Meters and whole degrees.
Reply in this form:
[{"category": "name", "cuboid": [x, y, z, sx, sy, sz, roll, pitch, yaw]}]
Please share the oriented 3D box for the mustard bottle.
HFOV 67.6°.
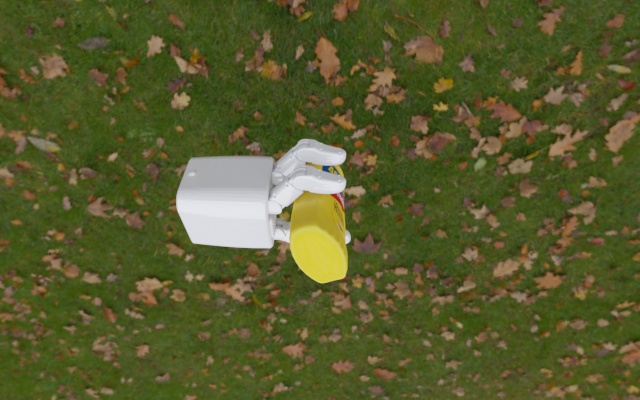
[{"category": "mustard bottle", "cuboid": [0.000, 0.002, 0.599, 0.058, 0.096, 0.191, -17, 38, 16]}]
